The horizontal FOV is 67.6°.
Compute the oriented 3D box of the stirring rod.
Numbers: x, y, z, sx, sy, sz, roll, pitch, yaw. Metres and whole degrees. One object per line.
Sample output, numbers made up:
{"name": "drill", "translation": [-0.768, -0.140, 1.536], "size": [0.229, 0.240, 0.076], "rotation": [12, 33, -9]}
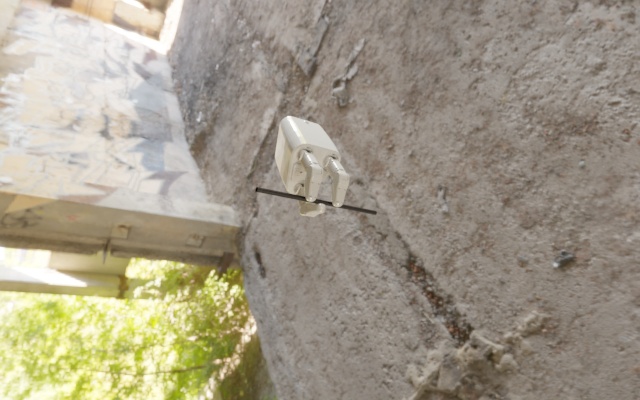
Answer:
{"name": "stirring rod", "translation": [0.000, 0.003, 0.814], "size": [0.239, 0.011, 0.011], "rotation": [11, -6, -31]}
